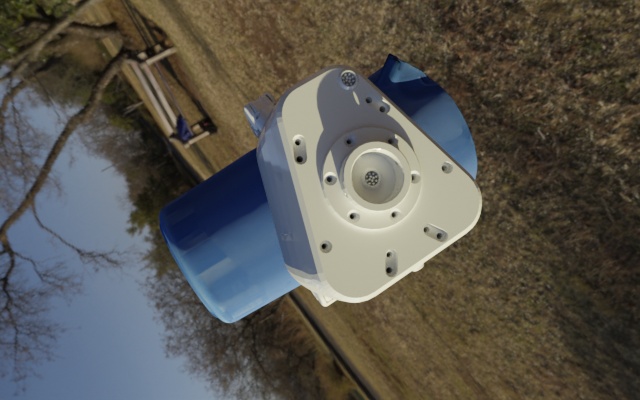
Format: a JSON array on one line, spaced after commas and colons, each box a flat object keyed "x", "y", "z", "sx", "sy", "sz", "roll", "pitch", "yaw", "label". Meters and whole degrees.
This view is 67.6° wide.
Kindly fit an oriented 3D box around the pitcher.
[{"x": 0.000, "y": 0.001, "z": 0.410, "sx": 0.243, "sy": 0.149, "sz": 0.145, "roll": -31, "pitch": 2, "yaw": -11, "label": "pitcher"}]
